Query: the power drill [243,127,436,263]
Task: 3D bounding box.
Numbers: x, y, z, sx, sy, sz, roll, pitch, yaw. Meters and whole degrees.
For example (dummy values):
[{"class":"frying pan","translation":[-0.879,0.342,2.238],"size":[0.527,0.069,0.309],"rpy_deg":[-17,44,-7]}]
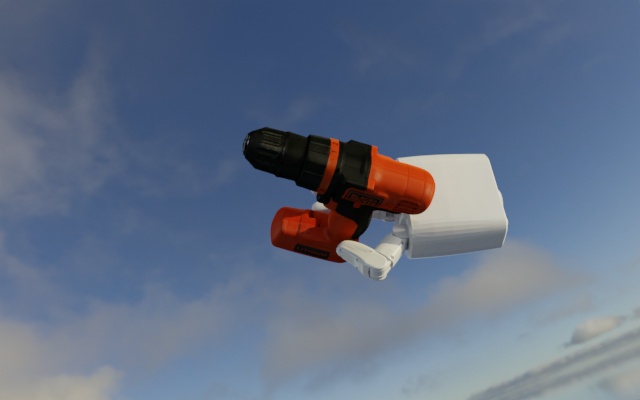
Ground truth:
[{"class":"power drill","translation":[0.000,0.002,0.503],"size":[0.184,0.057,0.188],"rpy_deg":[16,-28,-9]}]
